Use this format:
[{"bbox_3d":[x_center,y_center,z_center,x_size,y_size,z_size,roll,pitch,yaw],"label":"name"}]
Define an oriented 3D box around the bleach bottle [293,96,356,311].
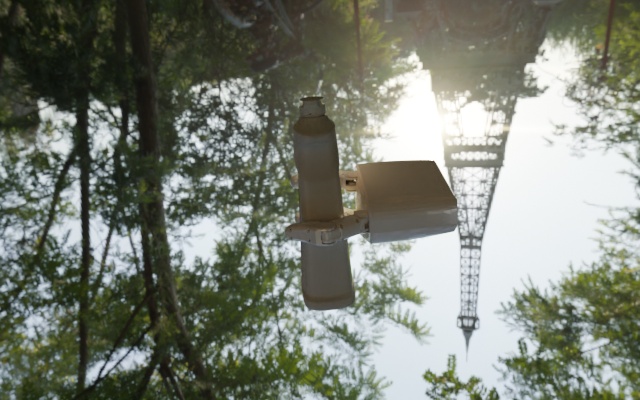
[{"bbox_3d":[0.000,0.002,0.587,0.068,0.251,0.102,-6,21,-3],"label":"bleach bottle"}]
